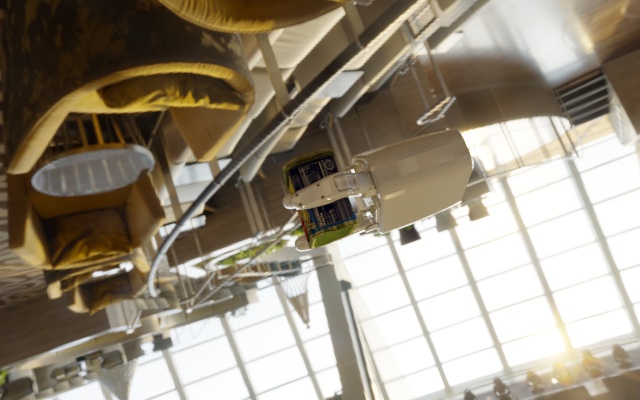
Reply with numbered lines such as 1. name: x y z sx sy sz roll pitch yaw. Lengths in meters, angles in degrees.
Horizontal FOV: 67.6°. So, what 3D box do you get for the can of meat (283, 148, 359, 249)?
1. can of meat: 0.000 0.002 0.523 0.057 0.084 0.102 -19 -11 -7
